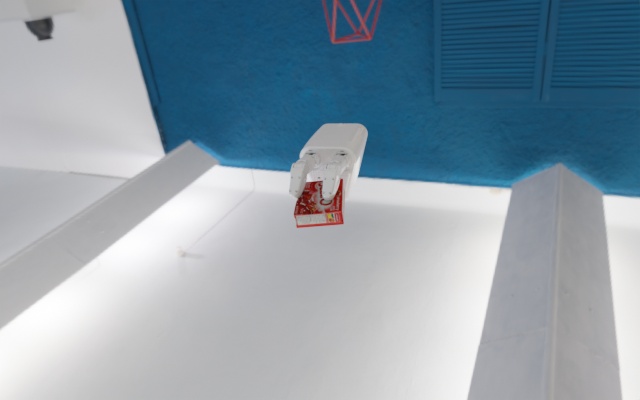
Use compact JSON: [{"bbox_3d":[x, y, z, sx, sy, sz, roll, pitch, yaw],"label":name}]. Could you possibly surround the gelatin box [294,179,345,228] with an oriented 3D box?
[{"bbox_3d":[0.000,0.003,0.742,0.073,0.030,0.089,-4,36,8],"label":"gelatin box"}]
